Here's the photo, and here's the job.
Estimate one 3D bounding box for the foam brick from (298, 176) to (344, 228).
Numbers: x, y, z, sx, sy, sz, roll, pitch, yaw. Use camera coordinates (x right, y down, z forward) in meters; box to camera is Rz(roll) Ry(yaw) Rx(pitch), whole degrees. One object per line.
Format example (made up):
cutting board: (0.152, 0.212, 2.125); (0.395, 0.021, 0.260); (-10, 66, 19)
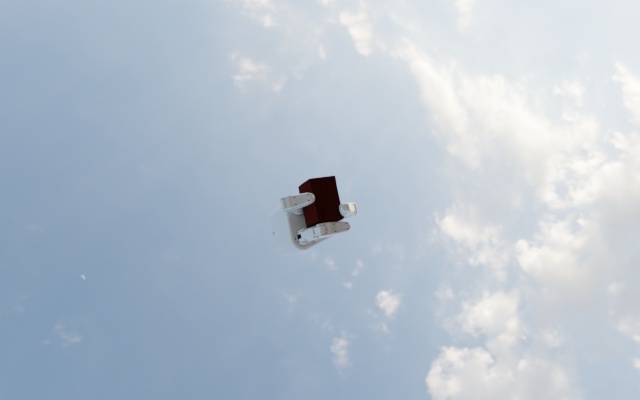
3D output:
foam brick: (0.000, 0.002, 0.827); (0.053, 0.078, 0.051); (-6, -12, -27)
